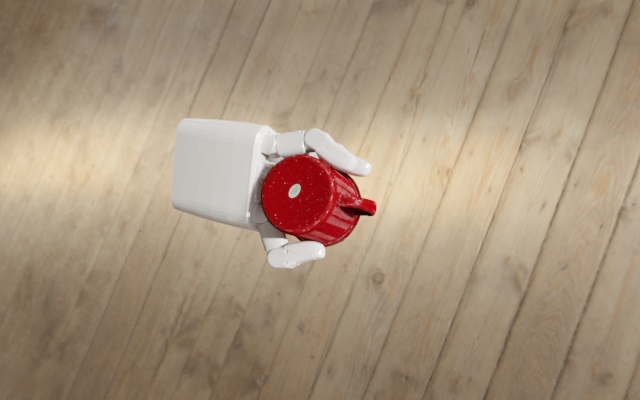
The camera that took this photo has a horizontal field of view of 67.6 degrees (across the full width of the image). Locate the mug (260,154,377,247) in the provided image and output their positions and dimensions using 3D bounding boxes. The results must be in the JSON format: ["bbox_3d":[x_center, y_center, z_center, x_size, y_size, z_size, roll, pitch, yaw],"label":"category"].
[{"bbox_3d":[0.001,0.002,0.497,0.117,0.093,0.081,9,-7,21],"label":"mug"}]
